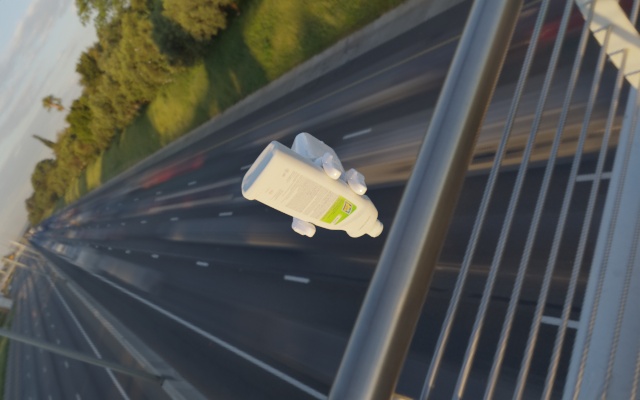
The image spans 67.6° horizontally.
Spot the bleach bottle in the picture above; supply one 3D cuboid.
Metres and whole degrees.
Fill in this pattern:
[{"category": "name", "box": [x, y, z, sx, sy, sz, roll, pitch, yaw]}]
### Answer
[{"category": "bleach bottle", "box": [0.000, 0.003, 0.803, 0.251, 0.102, 0.068, 30, 24, -27]}]
